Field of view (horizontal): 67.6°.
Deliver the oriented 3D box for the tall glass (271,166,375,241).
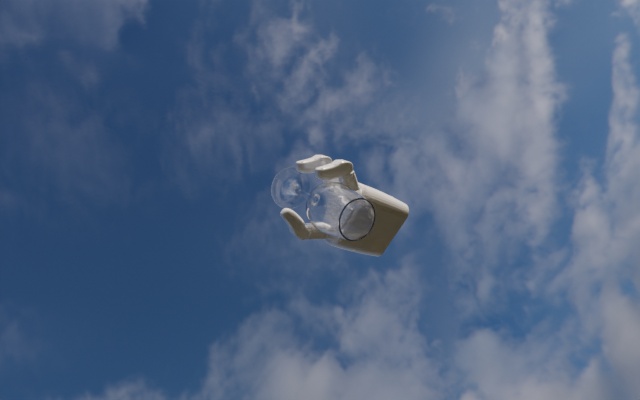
[{"bbox_3d":[0.000,0.002,0.734,0.079,0.079,0.201,0,14,-32],"label":"tall glass"}]
